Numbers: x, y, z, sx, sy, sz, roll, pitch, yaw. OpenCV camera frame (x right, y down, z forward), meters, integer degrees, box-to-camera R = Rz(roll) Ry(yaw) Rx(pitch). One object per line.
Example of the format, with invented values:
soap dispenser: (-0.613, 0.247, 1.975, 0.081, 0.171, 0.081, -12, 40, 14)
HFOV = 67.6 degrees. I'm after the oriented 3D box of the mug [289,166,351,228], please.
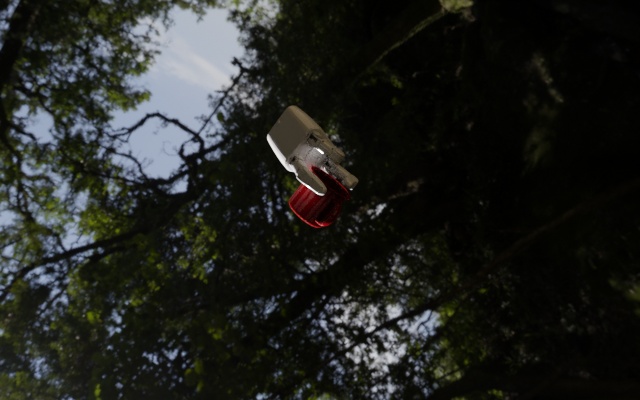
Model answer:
mug: (0.001, 0.004, 0.883, 0.093, 0.081, 0.117, 27, 18, -40)
